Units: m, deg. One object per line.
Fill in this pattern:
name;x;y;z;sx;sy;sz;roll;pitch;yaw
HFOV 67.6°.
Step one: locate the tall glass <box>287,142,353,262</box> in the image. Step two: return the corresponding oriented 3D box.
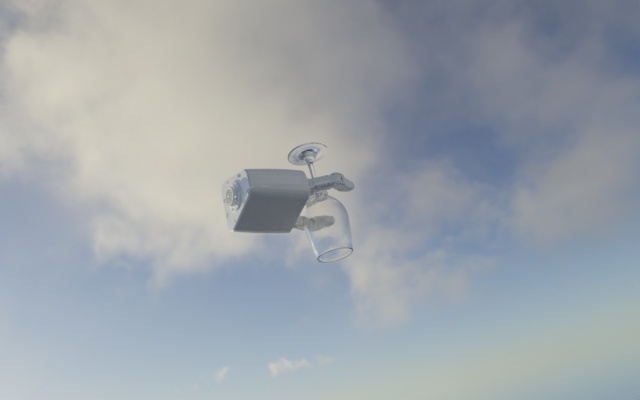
tall glass;0.000;0.002;0.824;0.079;0.201;0.079;-13;-24;-6
